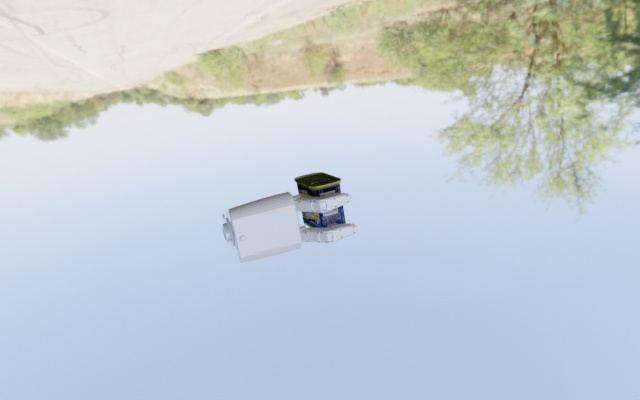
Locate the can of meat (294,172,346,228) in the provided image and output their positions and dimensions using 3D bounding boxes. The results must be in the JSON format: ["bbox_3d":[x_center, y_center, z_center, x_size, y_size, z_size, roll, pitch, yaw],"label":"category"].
[{"bbox_3d":[0.000,0.003,0.820,0.057,0.084,0.102,-15,17,-21],"label":"can of meat"}]
